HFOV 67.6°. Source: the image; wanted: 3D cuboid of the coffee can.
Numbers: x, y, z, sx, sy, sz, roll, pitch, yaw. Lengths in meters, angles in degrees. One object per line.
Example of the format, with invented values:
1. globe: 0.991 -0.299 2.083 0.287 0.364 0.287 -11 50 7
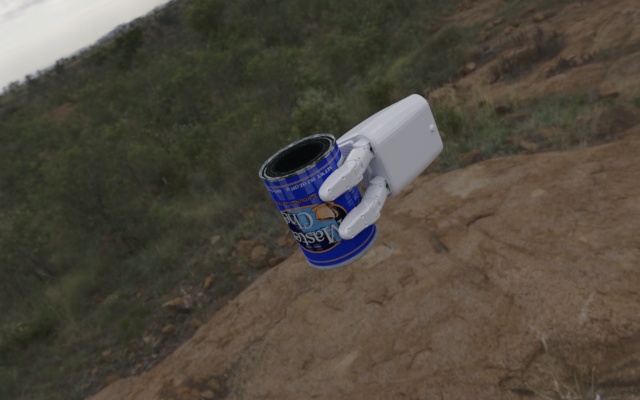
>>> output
1. coffee can: 0.000 0.002 0.603 0.103 0.140 0.102 -22 26 11
